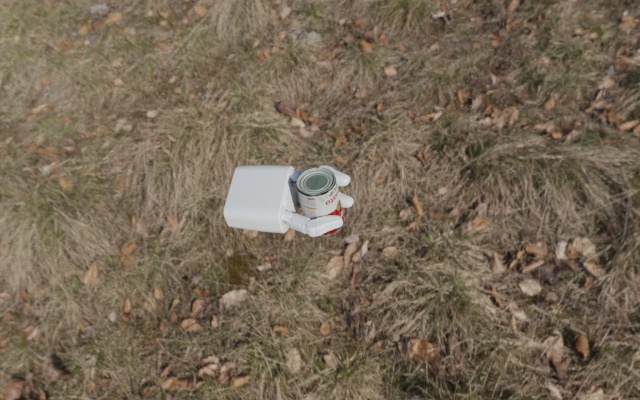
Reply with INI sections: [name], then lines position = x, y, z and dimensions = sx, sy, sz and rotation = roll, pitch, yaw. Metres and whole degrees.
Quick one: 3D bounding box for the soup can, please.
[soup can]
position = 0.001, 0.003, 0.805
dimensions = 0.068, 0.068, 0.102
rotation = 0, -44, 12
